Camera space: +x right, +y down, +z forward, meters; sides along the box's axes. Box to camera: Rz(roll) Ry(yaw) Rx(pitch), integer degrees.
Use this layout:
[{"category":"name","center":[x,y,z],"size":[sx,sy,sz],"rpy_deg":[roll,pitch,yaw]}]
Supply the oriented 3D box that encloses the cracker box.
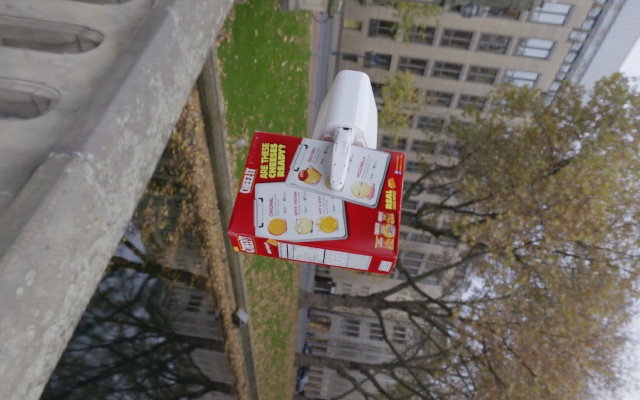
[{"category":"cracker box","center":[0.000,0.002,0.649],"size":[0.213,0.164,0.072],"rpy_deg":[8,-30,3]}]
